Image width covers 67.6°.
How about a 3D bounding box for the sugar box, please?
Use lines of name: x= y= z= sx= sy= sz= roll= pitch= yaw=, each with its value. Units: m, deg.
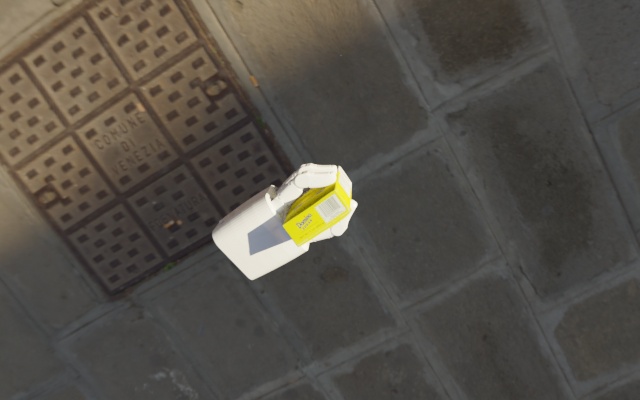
sugar box: x=0.000 y=0.002 z=0.730 sx=0.093 sy=0.048 sz=0.176 roll=-34 pitch=13 yaw=11
